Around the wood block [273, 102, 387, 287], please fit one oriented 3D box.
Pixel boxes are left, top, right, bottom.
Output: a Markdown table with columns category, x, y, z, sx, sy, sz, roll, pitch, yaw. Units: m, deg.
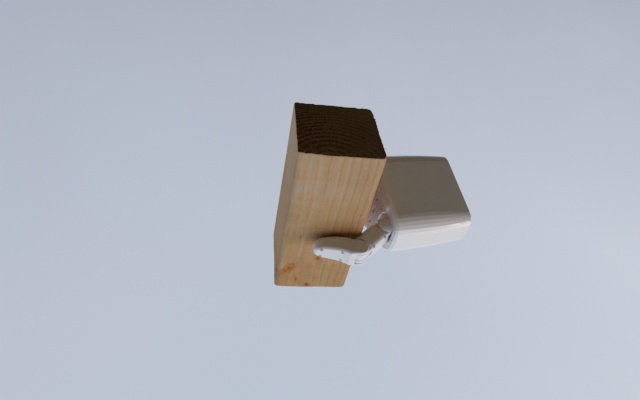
| category | x | y | z | sx | sy | sz | roll | pitch | yaw |
| --- | --- | --- | --- | --- | --- | --- | --- | --- | --- |
| wood block | 0.000 | 0.002 | 0.553 | 0.090 | 0.206 | 0.090 | 3 | 42 | -11 |
